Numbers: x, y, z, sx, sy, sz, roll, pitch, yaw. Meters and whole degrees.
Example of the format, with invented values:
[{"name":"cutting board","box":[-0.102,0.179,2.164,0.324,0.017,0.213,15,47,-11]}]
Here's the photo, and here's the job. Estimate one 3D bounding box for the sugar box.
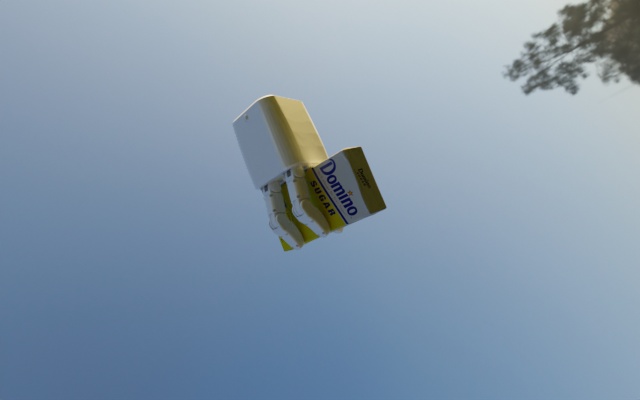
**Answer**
[{"name":"sugar box","box":[0.000,0.002,0.671,0.048,0.093,0.176,-16,-9,-46]}]
